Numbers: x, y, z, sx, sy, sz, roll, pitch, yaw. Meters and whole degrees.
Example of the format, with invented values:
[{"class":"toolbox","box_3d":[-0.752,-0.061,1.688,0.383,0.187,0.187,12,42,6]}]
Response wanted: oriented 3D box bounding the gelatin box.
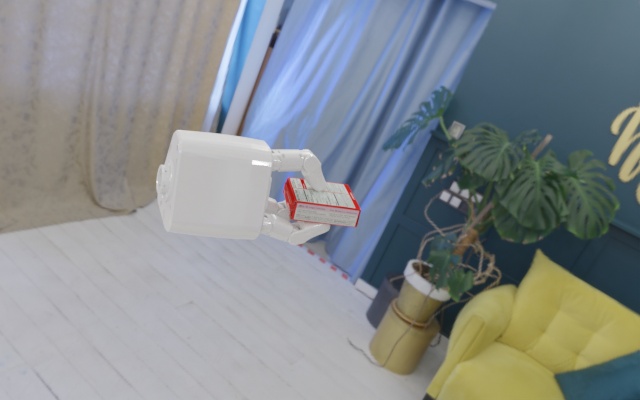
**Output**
[{"class":"gelatin box","box_3d":[0.001,0.002,0.619,0.089,0.030,0.073,6,26,-15]}]
